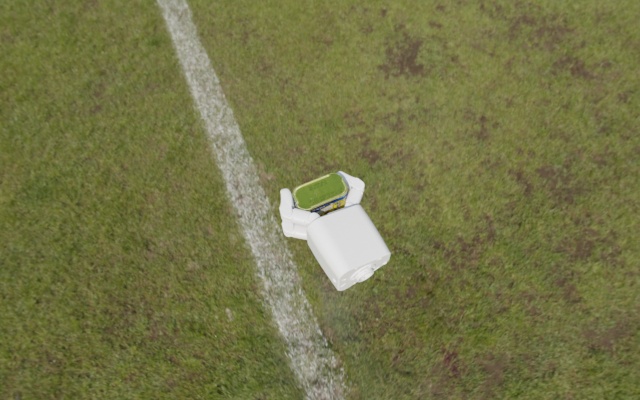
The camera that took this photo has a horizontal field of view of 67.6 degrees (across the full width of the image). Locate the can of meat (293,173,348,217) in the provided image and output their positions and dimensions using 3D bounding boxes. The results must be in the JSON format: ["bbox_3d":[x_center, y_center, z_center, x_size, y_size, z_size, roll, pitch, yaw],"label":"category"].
[{"bbox_3d":[0.000,0.003,0.868,0.102,0.057,0.084,-23,-26,-11],"label":"can of meat"}]
